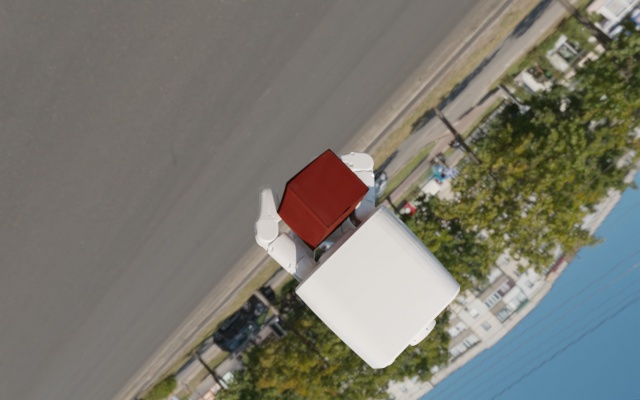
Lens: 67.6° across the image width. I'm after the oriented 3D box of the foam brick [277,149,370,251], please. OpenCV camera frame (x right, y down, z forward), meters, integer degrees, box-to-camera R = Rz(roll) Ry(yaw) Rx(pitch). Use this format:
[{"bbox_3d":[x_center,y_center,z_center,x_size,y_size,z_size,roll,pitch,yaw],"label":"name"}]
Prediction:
[{"bbox_3d":[0.000,0.001,0.425,0.053,0.051,0.078,-41,-8,-21],"label":"foam brick"}]
